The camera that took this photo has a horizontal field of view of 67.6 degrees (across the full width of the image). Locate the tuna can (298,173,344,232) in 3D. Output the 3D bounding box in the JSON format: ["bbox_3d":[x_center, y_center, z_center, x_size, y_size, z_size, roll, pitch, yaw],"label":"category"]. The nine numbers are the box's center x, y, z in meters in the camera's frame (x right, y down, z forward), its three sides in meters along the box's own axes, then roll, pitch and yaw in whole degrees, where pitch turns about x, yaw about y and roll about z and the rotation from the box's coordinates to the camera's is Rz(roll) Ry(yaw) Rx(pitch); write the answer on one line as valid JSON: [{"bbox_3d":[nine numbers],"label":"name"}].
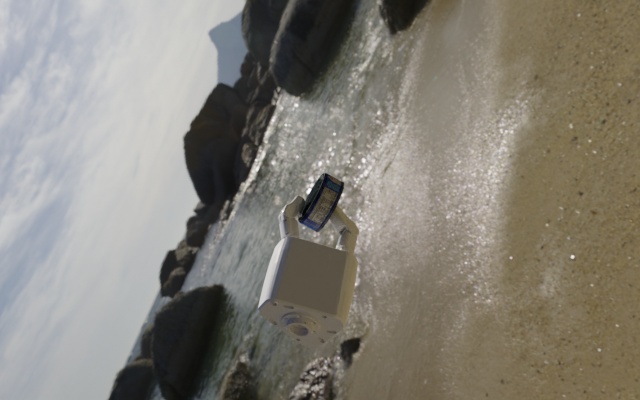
[{"bbox_3d":[0.000,0.002,0.713,0.034,0.086,0.086,28,-5,-9],"label":"tuna can"}]
